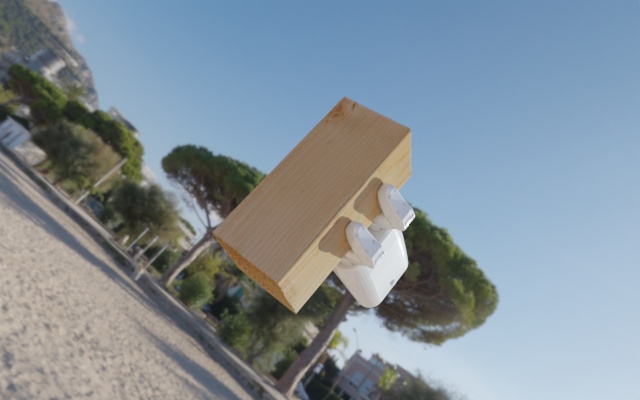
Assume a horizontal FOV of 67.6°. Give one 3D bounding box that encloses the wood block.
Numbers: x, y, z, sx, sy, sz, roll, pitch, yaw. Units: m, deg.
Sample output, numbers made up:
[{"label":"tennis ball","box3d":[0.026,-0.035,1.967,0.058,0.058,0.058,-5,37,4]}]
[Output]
[{"label":"wood block","box3d":[0.000,0.002,0.507,0.091,0.206,0.090,32,-21,27]}]
